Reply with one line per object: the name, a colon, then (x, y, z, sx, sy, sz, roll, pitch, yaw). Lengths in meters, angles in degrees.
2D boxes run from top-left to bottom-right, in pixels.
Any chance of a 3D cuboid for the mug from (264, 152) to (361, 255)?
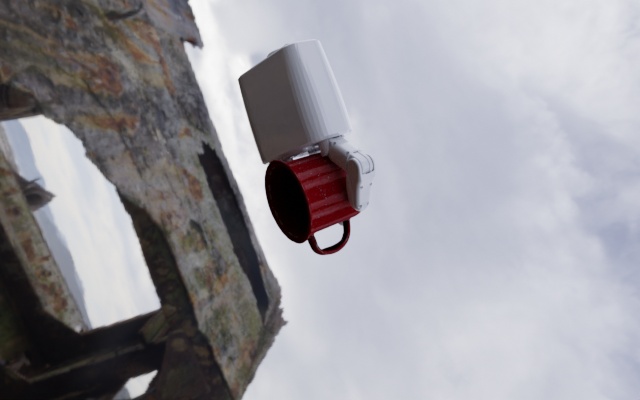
mug: (0.001, 0.003, 0.525, 0.081, 0.117, 0.093, -20, 2, -30)
